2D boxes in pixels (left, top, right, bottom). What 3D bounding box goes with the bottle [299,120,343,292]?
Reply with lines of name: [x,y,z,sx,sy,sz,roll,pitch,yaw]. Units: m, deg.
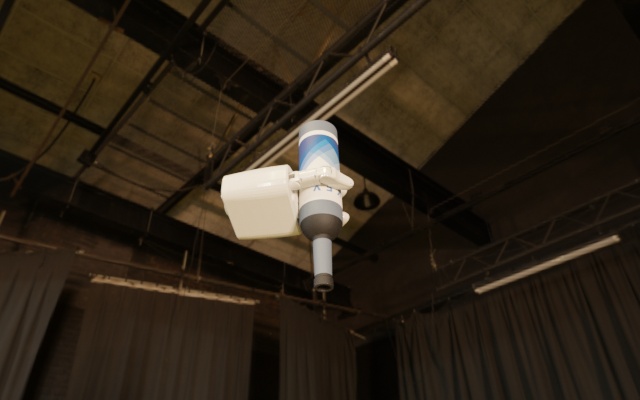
bottle: [0.000,0.002,0.746,0.069,0.295,0.069,-1,-36,-1]
